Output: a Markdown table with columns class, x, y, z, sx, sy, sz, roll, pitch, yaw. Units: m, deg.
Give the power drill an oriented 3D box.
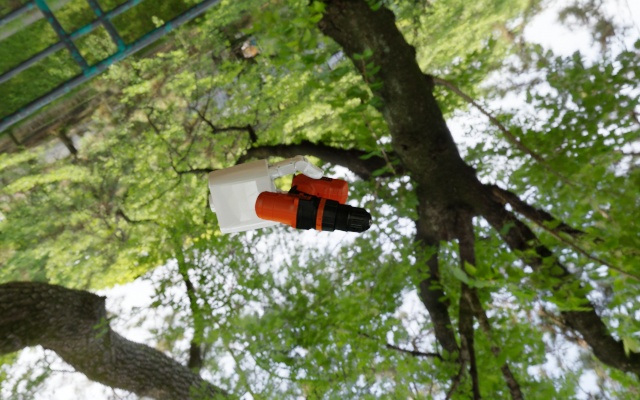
| class | x | y | z | sx | sy | sz | roll | pitch | yaw |
| --- | --- | --- | --- | --- | --- | --- | --- | --- | --- |
| power drill | 0.000 | 0.003 | 0.805 | 0.184 | 0.057 | 0.187 | 11 | 14 | 7 |
